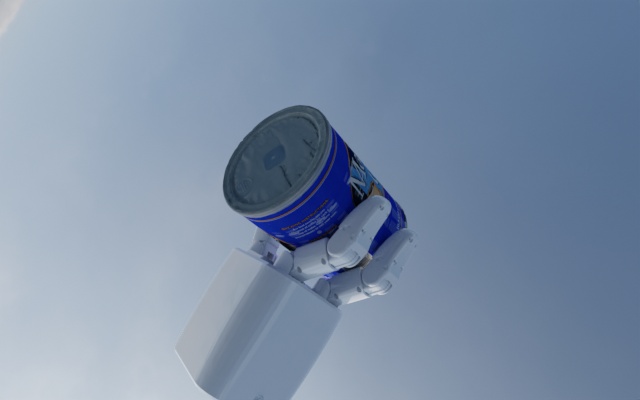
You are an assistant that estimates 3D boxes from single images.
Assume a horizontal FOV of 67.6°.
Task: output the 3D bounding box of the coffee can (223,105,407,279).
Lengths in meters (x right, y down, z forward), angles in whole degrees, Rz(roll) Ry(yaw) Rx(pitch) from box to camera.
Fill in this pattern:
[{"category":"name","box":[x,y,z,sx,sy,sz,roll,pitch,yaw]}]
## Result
[{"category":"coffee can","box":[0.000,0.001,0.417,0.103,0.102,0.140,0,-31,39]}]
